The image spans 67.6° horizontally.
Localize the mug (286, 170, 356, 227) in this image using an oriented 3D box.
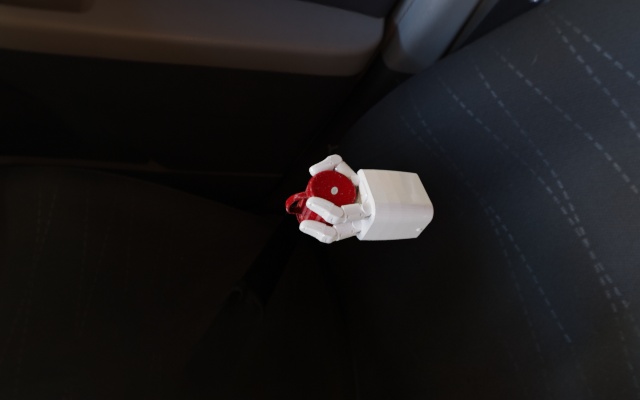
[{"bbox_3d":[-0.001,0.002,0.802,0.117,0.093,0.081,0,-32,-15],"label":"mug"}]
